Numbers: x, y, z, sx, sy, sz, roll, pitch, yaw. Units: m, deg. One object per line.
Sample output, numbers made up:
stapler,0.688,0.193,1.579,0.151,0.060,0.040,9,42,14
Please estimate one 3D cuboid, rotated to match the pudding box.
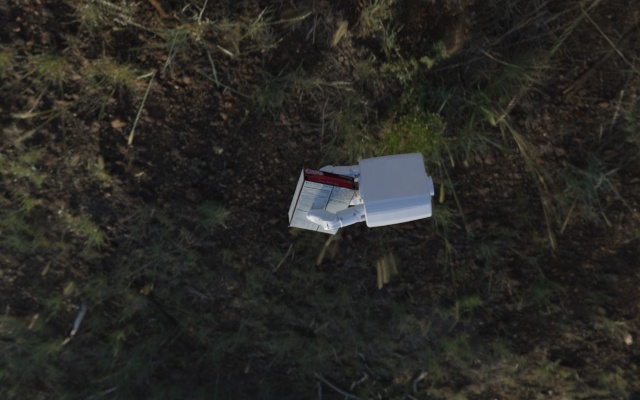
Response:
pudding box,0.000,0.003,0.810,0.090,0.114,0.039,12,38,-12
